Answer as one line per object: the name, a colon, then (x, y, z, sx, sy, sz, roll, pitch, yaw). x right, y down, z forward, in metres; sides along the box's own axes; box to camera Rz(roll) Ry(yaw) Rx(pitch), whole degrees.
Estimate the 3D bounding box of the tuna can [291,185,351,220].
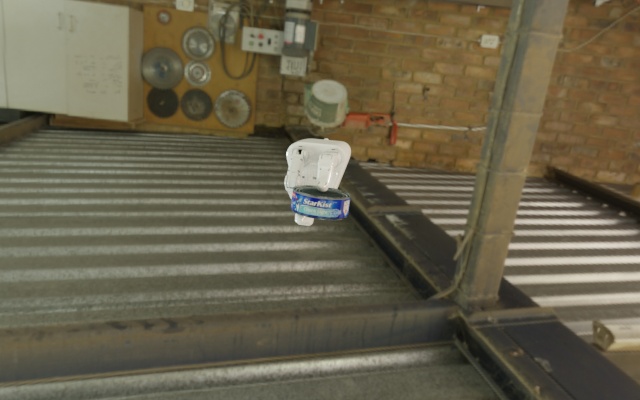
tuna can: (0.000, 0.003, 0.698, 0.086, 0.034, 0.086, 7, 11, -1)
